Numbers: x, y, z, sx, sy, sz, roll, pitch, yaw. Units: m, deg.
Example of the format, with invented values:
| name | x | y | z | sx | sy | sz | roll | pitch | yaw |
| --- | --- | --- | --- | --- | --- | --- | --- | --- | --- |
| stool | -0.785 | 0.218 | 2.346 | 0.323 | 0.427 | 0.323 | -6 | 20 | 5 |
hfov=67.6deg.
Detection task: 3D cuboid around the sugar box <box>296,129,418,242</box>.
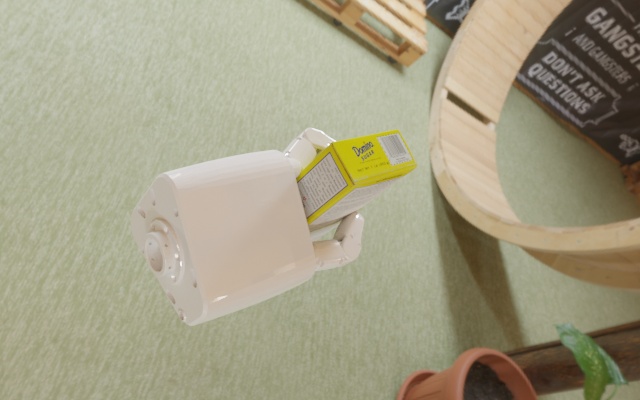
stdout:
| name | x | y | z | sx | sy | sz | roll | pitch | yaw |
| --- | --- | --- | --- | --- | --- | --- | --- | --- | --- |
| sugar box | 0.000 | 0.001 | 0.455 | 0.093 | 0.048 | 0.176 | -16 | -14 | -44 |
